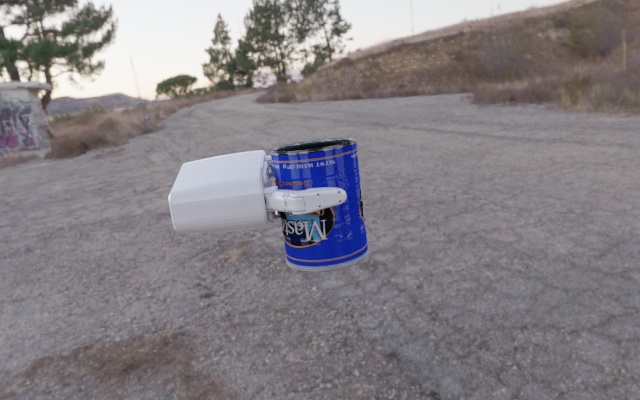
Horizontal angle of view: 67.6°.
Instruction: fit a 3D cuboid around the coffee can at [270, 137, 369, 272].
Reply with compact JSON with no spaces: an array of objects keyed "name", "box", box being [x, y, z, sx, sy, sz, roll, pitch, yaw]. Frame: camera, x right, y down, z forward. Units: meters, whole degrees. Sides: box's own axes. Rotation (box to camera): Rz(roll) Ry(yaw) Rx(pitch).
[{"name":"coffee can","box":[0.000,0.002,0.573,0.103,0.140,0.102,-7,13,2]}]
